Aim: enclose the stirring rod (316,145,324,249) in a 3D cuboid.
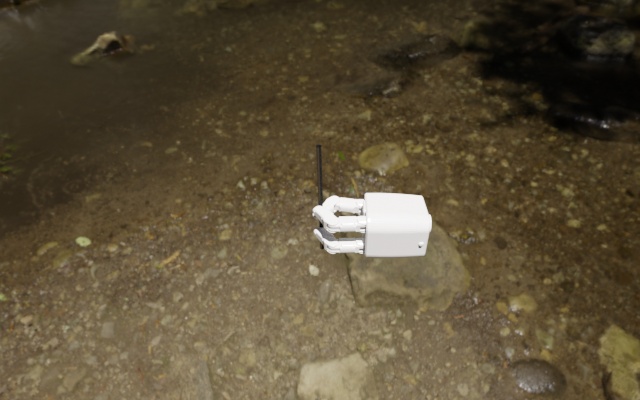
[{"bbox_3d":[0.000,0.003,0.827,0.011,0.240,0.011,-1,43,1],"label":"stirring rod"}]
